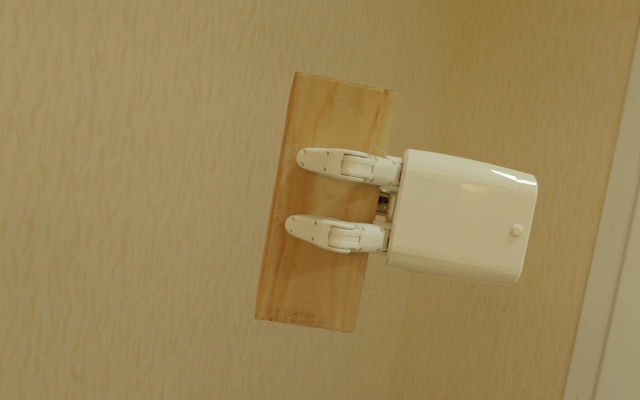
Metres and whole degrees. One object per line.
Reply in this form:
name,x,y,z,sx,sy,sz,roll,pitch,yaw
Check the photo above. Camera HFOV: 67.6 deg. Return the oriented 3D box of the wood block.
wood block,0.000,0.001,0.438,0.090,0.206,0.091,10,4,-6
